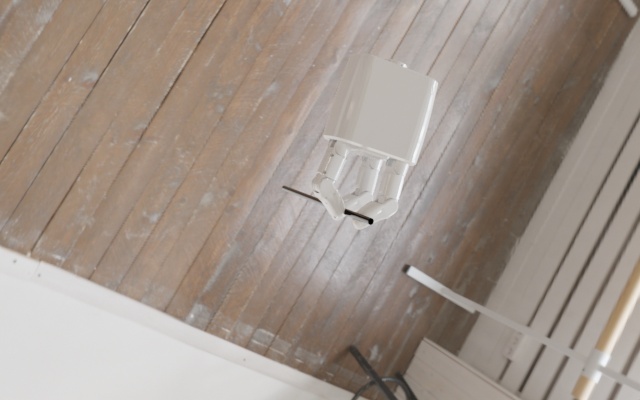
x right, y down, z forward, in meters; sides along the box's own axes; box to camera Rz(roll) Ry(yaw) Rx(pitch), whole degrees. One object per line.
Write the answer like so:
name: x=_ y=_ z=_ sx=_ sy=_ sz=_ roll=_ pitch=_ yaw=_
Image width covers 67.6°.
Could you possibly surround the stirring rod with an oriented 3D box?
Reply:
stirring rod: x=0.000 y=0.002 z=0.642 sx=0.011 sy=0.011 sz=0.239 roll=0 pitch=10 yaw=-29
